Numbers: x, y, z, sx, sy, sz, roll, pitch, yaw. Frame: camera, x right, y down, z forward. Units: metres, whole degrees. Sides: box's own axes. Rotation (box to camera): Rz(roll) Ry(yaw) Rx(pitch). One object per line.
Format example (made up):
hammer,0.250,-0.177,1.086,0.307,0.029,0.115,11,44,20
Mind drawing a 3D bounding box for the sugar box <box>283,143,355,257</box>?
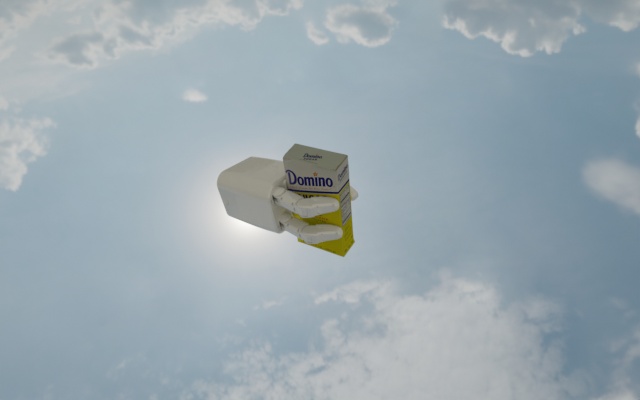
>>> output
sugar box,0.000,0.003,0.741,0.093,0.176,0.048,15,47,26
